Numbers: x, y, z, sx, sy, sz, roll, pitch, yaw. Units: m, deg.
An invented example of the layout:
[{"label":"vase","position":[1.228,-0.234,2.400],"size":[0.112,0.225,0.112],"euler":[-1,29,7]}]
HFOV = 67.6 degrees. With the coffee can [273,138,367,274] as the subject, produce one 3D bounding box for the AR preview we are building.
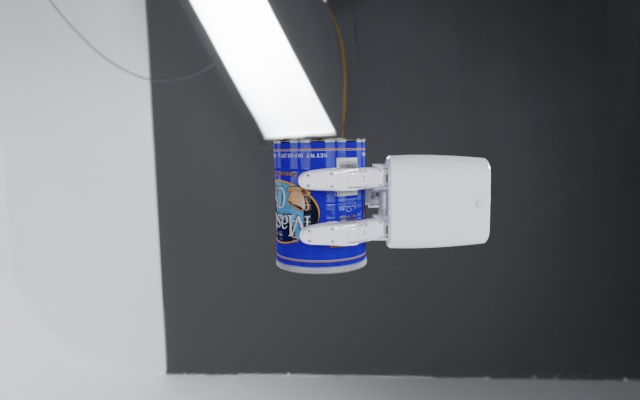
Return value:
[{"label":"coffee can","position":[0.000,0.002,0.536],"size":[0.103,0.140,0.103],"euler":[-1,6,0]}]
